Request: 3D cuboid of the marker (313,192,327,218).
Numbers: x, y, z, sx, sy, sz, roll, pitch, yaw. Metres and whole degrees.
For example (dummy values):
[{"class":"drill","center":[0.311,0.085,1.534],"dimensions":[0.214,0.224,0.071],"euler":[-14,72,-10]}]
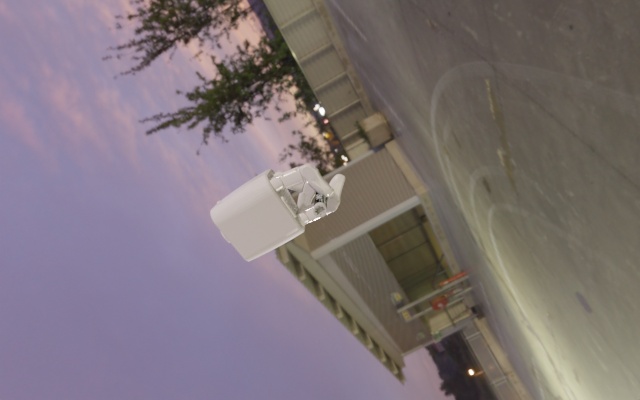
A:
[{"class":"marker","center":[0.000,0.002,0.702],"dimensions":[0.020,0.020,0.121],"euler":[0,12,1]}]
